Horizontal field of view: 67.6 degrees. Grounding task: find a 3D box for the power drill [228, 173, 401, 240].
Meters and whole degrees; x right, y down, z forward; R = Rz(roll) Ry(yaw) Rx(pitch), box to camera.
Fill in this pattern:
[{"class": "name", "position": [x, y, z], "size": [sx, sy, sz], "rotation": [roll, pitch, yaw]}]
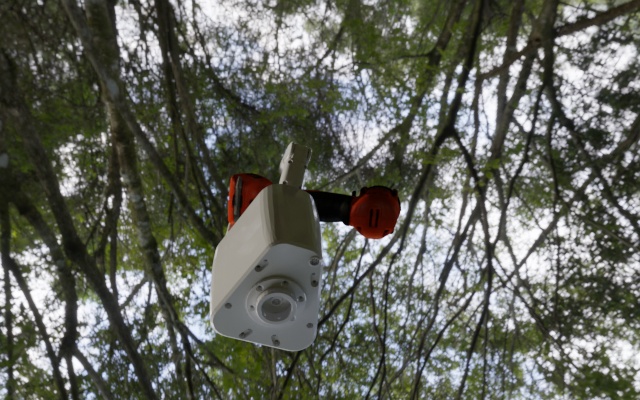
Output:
[{"class": "power drill", "position": [0.000, 0.002, 0.558], "size": [0.187, 0.057, 0.184], "rotation": [4, 4, 8]}]
